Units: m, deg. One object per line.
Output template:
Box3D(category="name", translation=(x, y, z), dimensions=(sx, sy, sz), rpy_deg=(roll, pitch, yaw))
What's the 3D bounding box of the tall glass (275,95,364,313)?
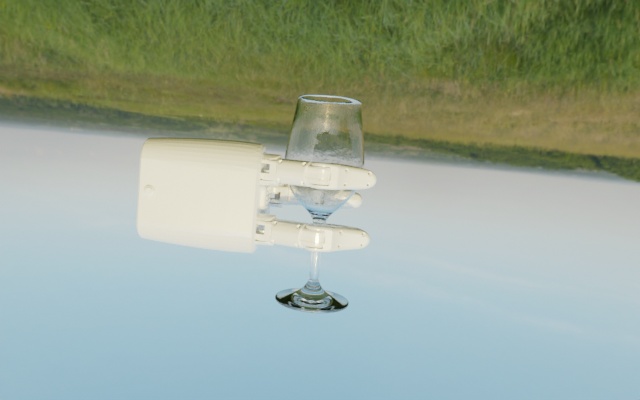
Box3D(category="tall glass", translation=(0.000, 0.002, 0.469), dimensions=(0.079, 0.201, 0.079), rpy_deg=(5, 5, -1))
